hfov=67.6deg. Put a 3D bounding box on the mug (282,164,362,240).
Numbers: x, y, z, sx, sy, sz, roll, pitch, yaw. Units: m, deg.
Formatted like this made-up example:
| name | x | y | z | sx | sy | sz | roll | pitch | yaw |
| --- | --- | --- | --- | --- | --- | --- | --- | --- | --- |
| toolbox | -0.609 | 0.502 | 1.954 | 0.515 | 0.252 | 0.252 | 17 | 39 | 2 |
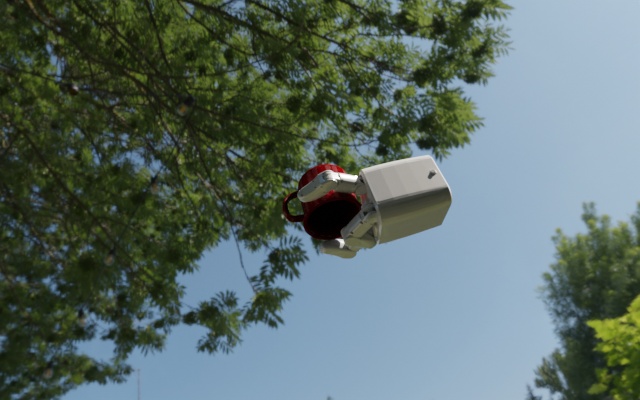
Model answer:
| name | x | y | z | sx | sy | sz | roll | pitch | yaw |
| --- | --- | --- | --- | --- | --- | --- | --- | --- | --- |
| mug | -0.001 | 0.003 | 0.723 | 0.117 | 0.081 | 0.093 | -13 | -42 | -4 |
